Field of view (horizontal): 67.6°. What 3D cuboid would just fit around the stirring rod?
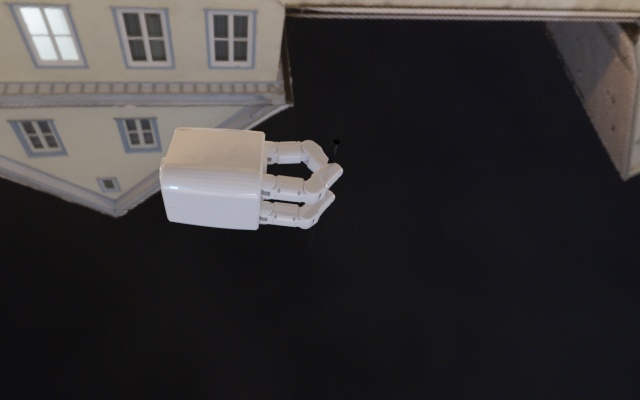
[{"bbox_3d":[0.000,0.002,0.622,0.011,0.011,0.240,0,-33,-10],"label":"stirring rod"}]
